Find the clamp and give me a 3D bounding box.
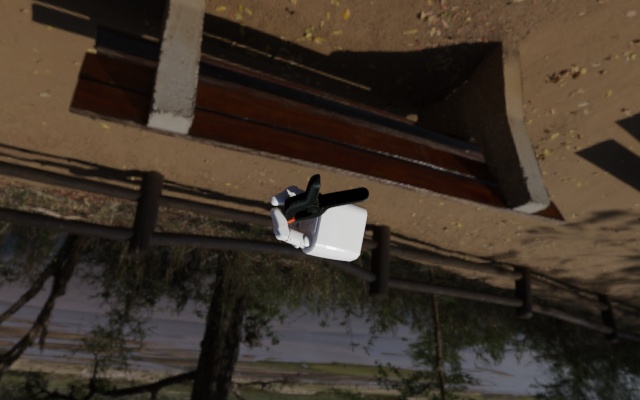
[{"bbox_3d":[0.000,0.003,0.842,0.120,0.039,0.171,16,-26,-26],"label":"clamp"}]
